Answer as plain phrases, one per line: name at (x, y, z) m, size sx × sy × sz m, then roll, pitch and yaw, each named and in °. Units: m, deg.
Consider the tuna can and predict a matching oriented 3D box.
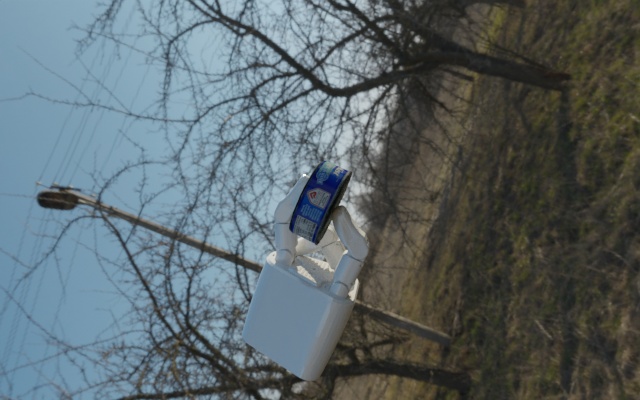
tuna can at (0.000, 0.001, 0.503) m, size 0.034 × 0.086 × 0.086 m, roll 26°, pitch 3°, yaw 7°
